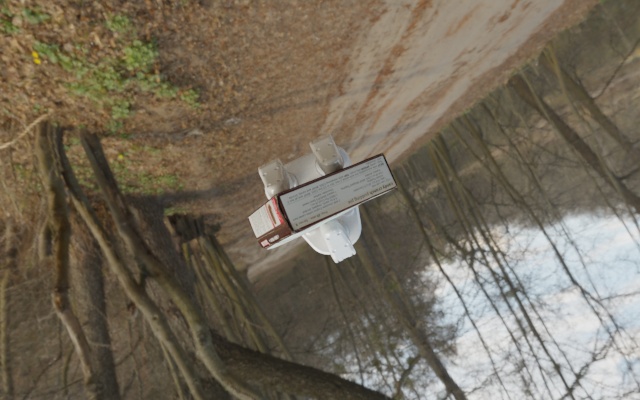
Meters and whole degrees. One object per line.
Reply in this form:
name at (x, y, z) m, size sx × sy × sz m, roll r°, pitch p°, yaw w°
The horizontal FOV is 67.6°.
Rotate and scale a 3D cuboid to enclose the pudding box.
pudding box at (0.000, 0.002, 0.432) m, size 0.113 × 0.039 × 0.090 m, roll -25°, pitch -4°, yaw -27°
